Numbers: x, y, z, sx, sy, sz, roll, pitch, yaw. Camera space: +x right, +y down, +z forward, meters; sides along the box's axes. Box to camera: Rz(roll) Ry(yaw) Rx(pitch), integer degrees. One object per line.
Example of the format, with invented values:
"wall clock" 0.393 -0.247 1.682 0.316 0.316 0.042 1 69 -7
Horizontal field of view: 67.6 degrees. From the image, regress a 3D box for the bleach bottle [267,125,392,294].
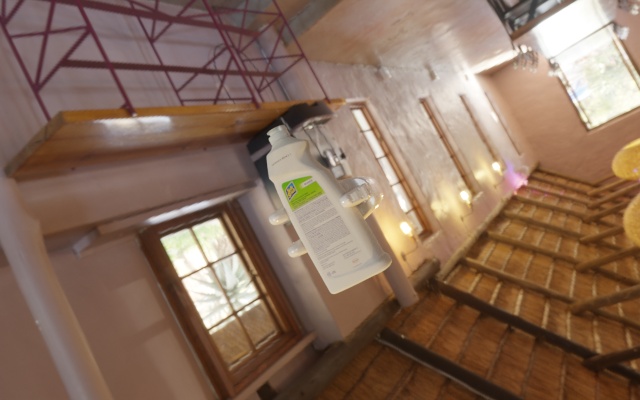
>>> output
"bleach bottle" 0.000 0.002 0.693 0.102 0.251 0.068 -29 -3 15
